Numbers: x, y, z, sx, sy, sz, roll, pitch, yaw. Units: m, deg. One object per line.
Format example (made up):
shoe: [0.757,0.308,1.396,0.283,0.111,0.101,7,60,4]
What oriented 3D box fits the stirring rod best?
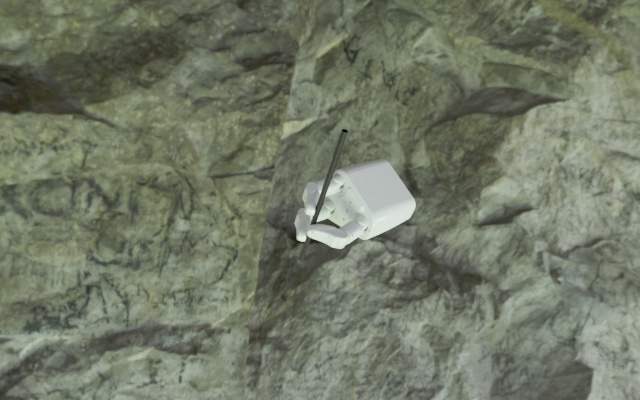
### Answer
stirring rod: [0.000,0.002,0.667,0.011,0.240,0.011,11,40,-9]
